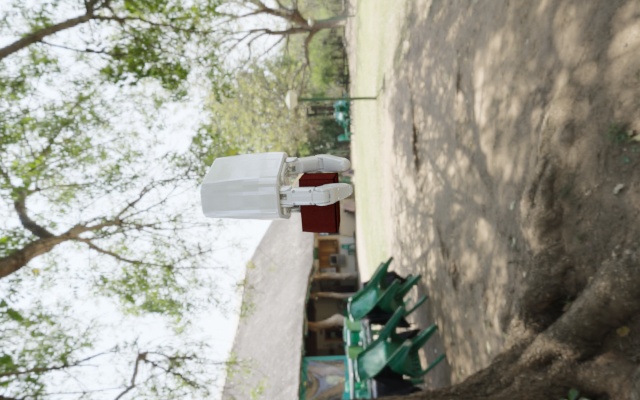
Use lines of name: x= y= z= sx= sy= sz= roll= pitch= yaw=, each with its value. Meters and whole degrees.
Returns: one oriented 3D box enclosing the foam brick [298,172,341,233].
foam brick: x=0.000 y=0.003 z=0.678 sx=0.051 sy=0.078 sz=0.053 roll=-2 pitch=13 yaw=7
